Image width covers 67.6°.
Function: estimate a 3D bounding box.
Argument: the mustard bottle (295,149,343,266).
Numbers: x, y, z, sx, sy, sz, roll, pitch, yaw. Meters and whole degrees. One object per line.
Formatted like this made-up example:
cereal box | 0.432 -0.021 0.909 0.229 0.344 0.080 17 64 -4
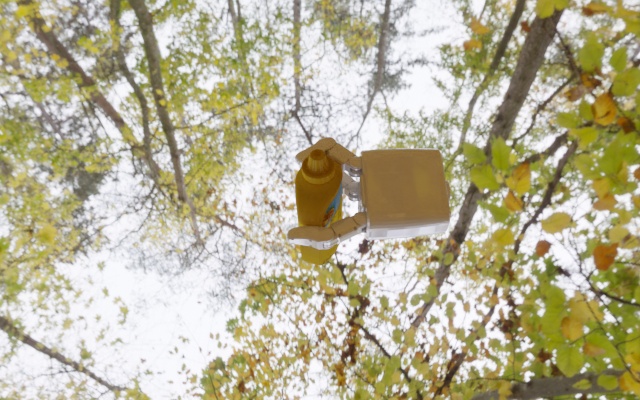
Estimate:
mustard bottle | 0.000 0.002 0.638 0.058 0.096 0.192 17 -34 13
